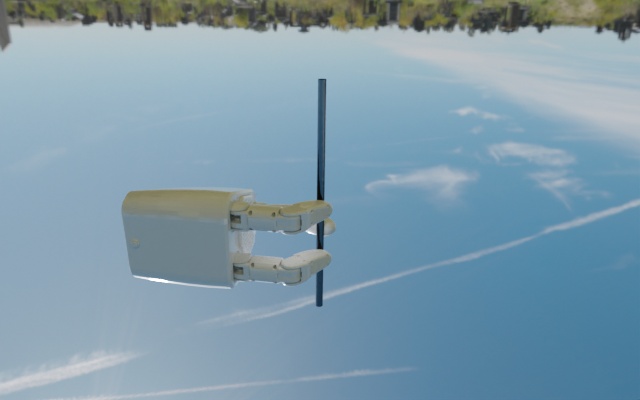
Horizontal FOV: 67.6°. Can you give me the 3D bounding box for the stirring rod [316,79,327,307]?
[{"bbox_3d":[0.000,0.001,0.479,0.011,0.240,0.011,1,21,0],"label":"stirring rod"}]
